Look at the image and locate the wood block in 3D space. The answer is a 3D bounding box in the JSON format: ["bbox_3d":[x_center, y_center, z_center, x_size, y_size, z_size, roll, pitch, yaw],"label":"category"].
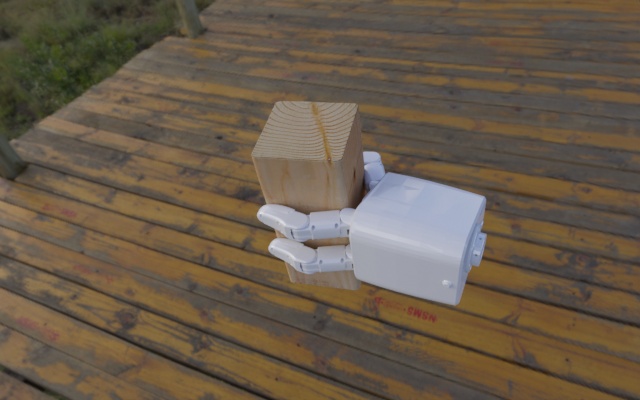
[{"bbox_3d":[0.001,0.001,0.533,0.090,0.090,0.206,4,-43,15],"label":"wood block"}]
